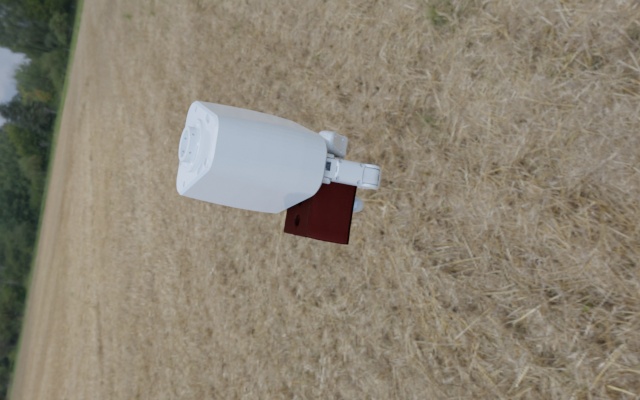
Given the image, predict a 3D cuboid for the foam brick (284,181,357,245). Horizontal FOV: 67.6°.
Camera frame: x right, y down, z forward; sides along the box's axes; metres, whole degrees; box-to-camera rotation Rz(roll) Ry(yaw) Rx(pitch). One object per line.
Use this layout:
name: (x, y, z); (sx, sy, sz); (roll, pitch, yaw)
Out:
foam brick: (0.000, 0.002, 0.489); (0.051, 0.078, 0.053); (10, -2, -31)
